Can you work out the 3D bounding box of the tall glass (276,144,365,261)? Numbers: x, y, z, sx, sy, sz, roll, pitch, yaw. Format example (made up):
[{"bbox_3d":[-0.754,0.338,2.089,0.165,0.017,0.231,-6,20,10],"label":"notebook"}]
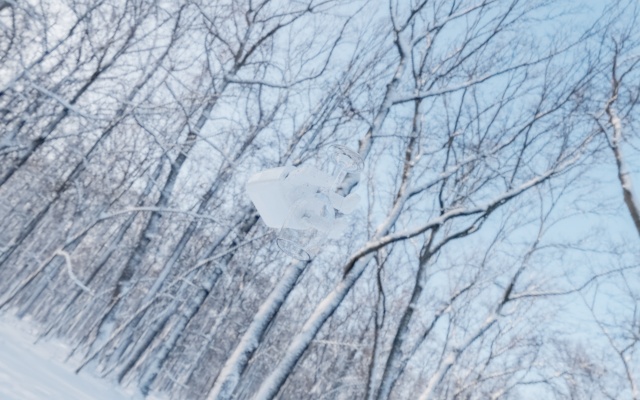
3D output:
[{"bbox_3d":[0.000,0.002,0.804,0.079,0.201,0.079,23,-28,13],"label":"tall glass"}]
